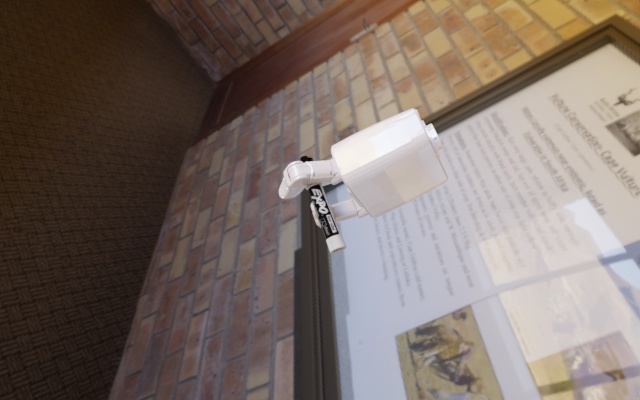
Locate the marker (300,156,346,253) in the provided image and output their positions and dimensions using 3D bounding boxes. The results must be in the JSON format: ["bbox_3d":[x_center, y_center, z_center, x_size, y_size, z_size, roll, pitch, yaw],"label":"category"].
[{"bbox_3d":[0.000,0.002,0.545,0.020,0.121,0.020,-18,-21,-7],"label":"marker"}]
